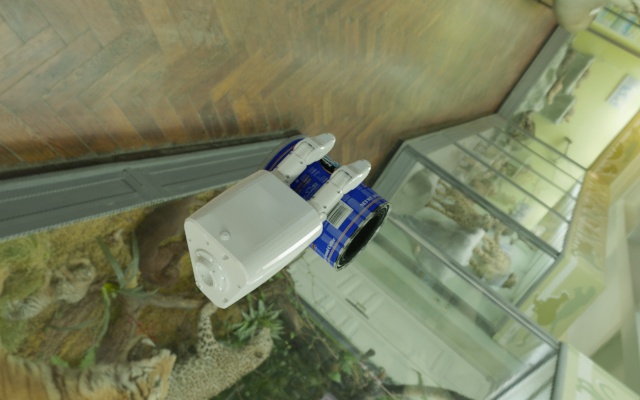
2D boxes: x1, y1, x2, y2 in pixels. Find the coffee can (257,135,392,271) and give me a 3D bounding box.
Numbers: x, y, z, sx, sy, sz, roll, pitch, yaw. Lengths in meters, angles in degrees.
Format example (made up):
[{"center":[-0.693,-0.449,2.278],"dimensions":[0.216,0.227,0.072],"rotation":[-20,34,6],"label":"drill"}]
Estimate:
[{"center":[0.000,0.002,0.580],"dimensions":[0.140,0.103,0.103],"rotation":[39,14,18],"label":"coffee can"}]
